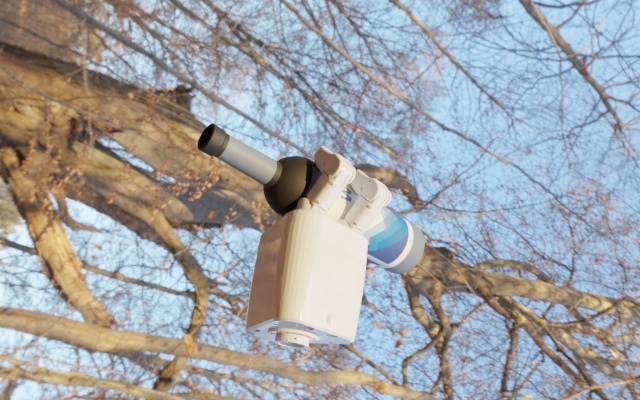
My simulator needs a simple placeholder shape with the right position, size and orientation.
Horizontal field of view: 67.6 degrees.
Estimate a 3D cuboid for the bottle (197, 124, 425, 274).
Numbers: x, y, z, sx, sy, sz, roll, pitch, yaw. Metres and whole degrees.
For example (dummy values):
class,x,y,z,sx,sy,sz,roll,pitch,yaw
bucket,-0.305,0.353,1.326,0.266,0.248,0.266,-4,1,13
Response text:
class,x,y,z,sx,sy,sz,roll,pitch,yaw
bottle,0.000,0.002,0.517,0.296,0.069,0.069,30,-19,-36
